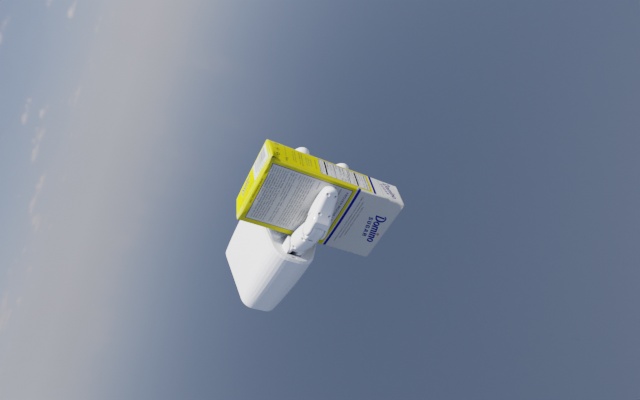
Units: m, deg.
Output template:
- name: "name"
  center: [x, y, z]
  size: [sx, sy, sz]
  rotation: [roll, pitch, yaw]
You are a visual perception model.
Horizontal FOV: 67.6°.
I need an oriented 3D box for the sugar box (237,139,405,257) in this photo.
- name: "sugar box"
  center: [0.000, 0.002, 0.565]
  size: [0.176, 0.093, 0.048]
  rotation: [18, 32, -25]
